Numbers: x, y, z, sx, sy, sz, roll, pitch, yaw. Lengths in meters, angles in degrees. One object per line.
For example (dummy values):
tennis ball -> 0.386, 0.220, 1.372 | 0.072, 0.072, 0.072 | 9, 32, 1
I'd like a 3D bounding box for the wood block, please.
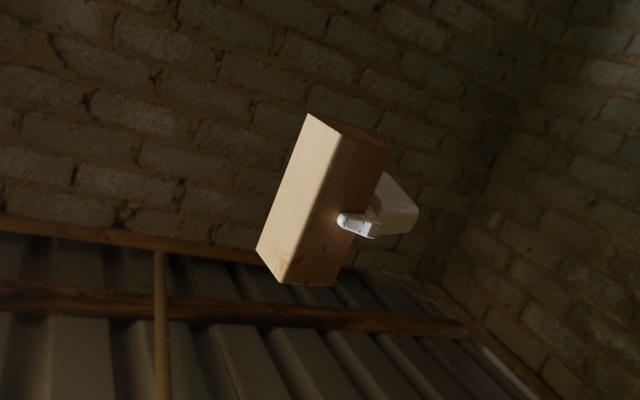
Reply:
wood block -> 0.001, 0.002, 0.640 | 0.090, 0.206, 0.090 | 11, 19, -35
